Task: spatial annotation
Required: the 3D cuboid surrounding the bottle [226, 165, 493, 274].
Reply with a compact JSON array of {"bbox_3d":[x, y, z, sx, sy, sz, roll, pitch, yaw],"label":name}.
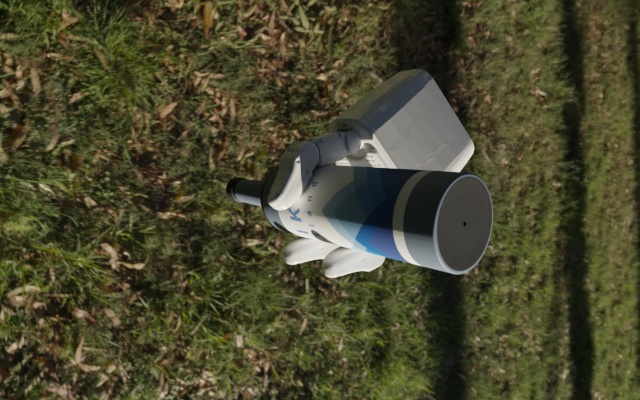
[{"bbox_3d":[0.000,0.001,0.420,0.069,0.069,0.295,0,5,-40],"label":"bottle"}]
